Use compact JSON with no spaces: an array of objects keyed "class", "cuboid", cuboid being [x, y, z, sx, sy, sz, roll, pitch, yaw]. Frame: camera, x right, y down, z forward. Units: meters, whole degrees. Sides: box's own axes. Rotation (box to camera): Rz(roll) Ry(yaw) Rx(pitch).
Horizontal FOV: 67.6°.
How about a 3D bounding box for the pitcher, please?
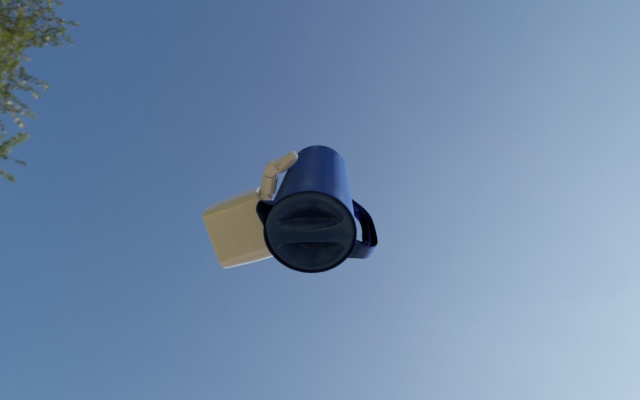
[{"class":"pitcher","cuboid":[0.000,0.003,0.773,0.145,0.149,0.242,-19,23,12]}]
